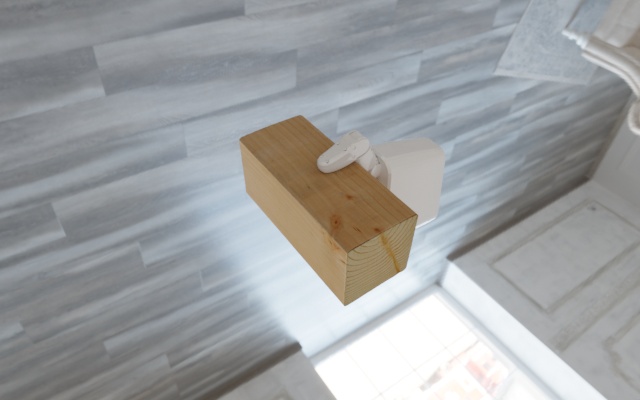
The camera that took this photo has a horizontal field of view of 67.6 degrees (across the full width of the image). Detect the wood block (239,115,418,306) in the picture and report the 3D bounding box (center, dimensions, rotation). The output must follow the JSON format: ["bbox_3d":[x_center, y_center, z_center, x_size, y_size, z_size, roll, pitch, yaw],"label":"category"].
[{"bbox_3d":[0.000,0.001,0.535,0.090,0.091,0.206,-26,50,-25],"label":"wood block"}]
